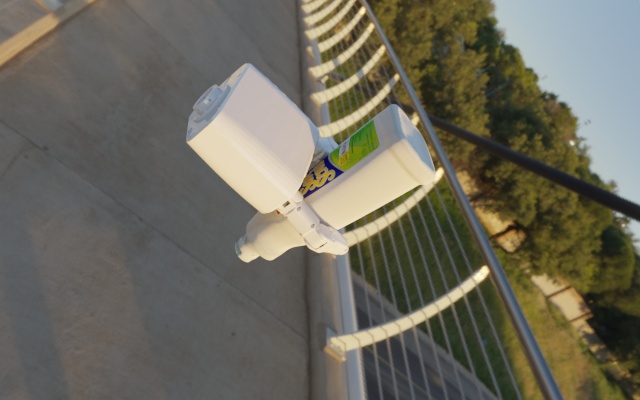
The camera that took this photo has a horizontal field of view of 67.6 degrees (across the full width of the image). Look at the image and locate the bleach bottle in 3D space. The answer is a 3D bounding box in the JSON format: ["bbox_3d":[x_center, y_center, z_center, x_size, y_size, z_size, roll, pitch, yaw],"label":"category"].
[{"bbox_3d":[0.000,0.002,0.529,0.251,0.068,0.102,-35,27,23],"label":"bleach bottle"}]
